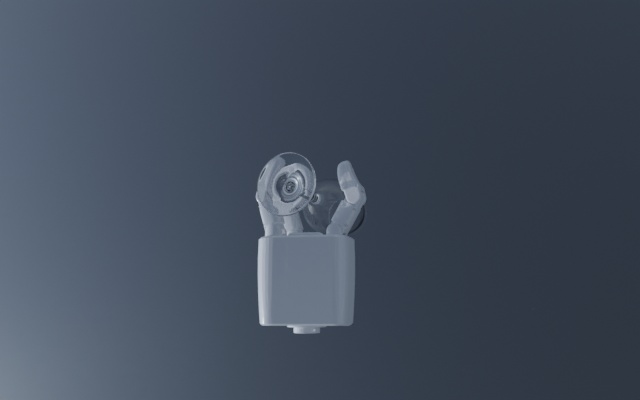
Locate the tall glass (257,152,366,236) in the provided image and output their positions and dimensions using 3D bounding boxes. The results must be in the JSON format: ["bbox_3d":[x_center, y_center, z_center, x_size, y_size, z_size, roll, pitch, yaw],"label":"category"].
[{"bbox_3d":[0.000,0.002,0.625,0.079,0.079,0.201,0,-12,24],"label":"tall glass"}]
